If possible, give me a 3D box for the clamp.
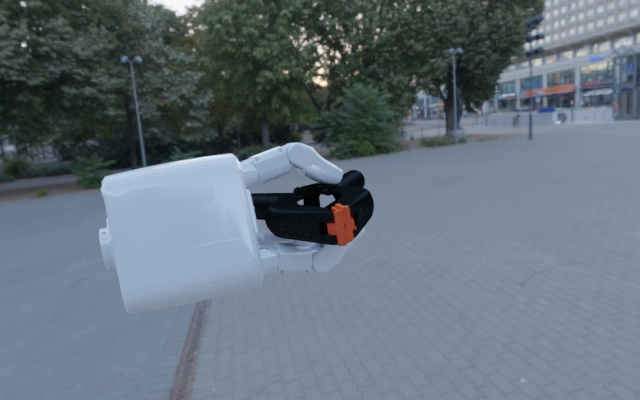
[{"bbox_3d":[0.000,0.001,0.447,0.164,0.036,0.210,-14,12,-19],"label":"clamp"}]
